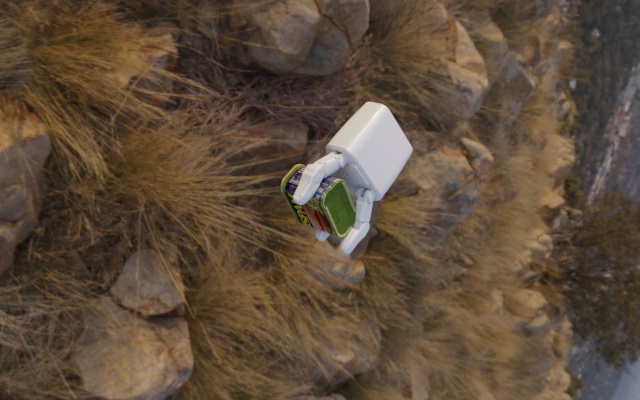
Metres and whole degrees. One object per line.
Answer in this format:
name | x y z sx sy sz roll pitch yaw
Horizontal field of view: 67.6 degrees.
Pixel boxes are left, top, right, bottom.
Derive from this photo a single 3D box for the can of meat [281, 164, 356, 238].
can of meat | 0.000 0.002 0.715 0.084 0.057 0.102 20 -32 38
